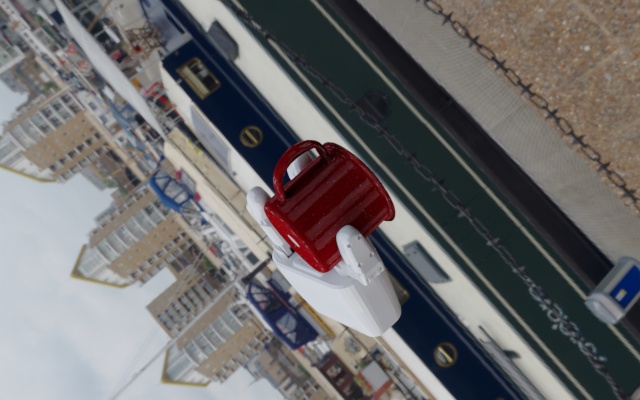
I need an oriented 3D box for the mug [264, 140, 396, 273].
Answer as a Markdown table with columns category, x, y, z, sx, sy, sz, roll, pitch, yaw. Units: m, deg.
| category | x | y | z | sx | sy | sz | roll | pitch | yaw |
| --- | --- | --- | --- | --- | --- | --- | --- | --- | --- |
| mug | -0.001 | 0.001 | 0.414 | 0.081 | 0.117 | 0.093 | -42 | 40 | -13 |
